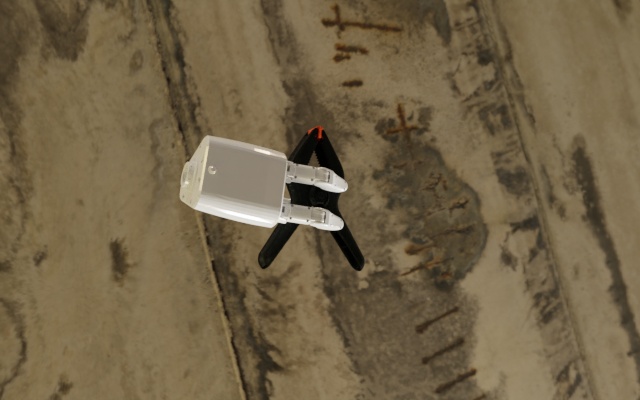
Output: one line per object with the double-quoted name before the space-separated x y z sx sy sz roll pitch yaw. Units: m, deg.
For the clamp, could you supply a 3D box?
"clamp" 0.000 0.002 0.674 0.164 0.210 0.036 14 -16 -31
